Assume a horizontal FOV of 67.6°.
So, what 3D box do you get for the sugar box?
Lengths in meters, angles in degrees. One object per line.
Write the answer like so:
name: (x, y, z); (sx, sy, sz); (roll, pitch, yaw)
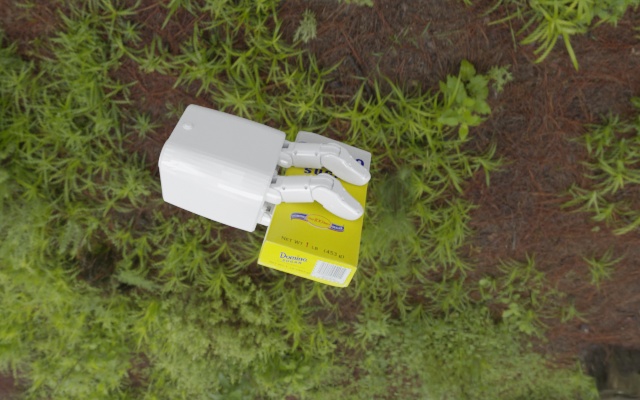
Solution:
sugar box: (0.000, 0.001, 0.516); (0.093, 0.176, 0.048); (18, -43, -6)
